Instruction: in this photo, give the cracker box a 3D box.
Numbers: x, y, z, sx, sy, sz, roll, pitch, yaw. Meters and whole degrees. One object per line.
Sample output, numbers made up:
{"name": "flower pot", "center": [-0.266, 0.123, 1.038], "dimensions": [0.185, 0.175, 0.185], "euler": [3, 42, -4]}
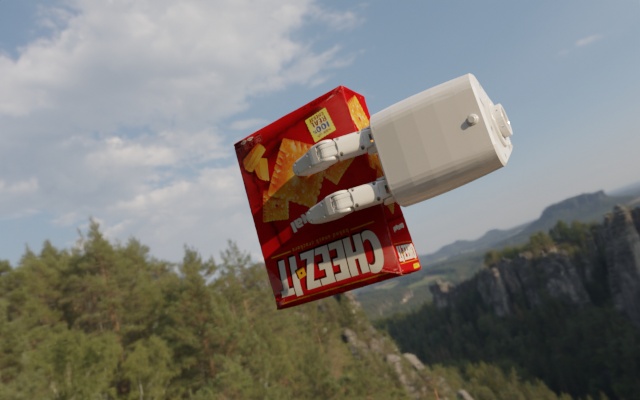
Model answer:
{"name": "cracker box", "center": [0.000, 0.002, 0.554], "dimensions": [0.164, 0.213, 0.072], "euler": [-22, -12, 28]}
